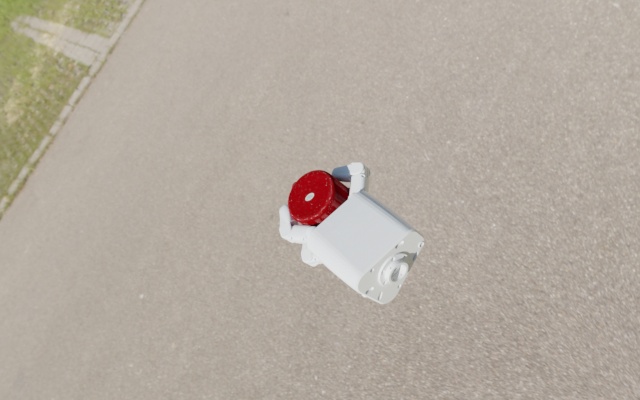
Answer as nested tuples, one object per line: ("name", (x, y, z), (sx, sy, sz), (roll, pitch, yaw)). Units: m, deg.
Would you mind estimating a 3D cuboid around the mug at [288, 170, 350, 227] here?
("mug", (-0.001, 0.002, 0.702), (0.117, 0.093, 0.081), (38, 2, 44))
